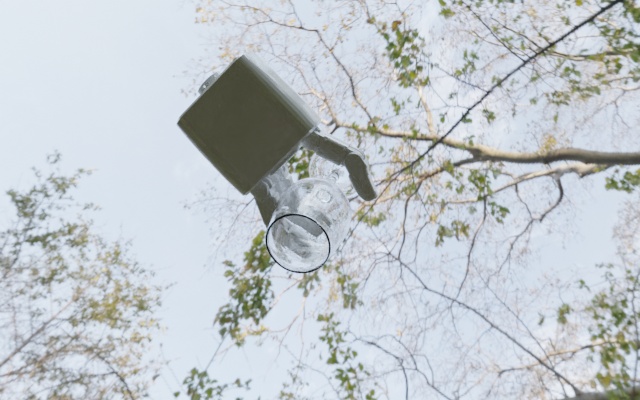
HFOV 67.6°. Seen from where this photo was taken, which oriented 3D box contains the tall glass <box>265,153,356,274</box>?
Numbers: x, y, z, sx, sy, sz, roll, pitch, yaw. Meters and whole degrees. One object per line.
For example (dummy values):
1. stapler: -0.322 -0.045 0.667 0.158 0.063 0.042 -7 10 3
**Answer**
1. tall glass: 0.000 0.002 0.522 0.079 0.079 0.201 0 23 13
